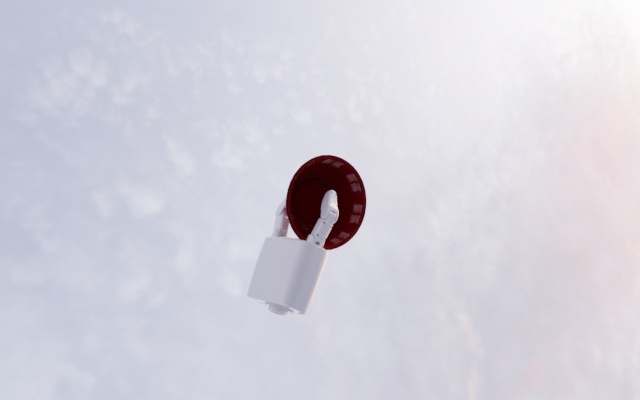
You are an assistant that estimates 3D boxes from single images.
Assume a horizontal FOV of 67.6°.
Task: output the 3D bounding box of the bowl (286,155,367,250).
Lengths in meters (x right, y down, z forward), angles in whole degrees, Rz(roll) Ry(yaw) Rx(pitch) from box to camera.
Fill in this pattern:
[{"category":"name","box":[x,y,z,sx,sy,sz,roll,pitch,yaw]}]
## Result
[{"category":"bowl","box":[0.001,0.002,0.826,0.162,0.162,0.055,0,3,-32]}]
